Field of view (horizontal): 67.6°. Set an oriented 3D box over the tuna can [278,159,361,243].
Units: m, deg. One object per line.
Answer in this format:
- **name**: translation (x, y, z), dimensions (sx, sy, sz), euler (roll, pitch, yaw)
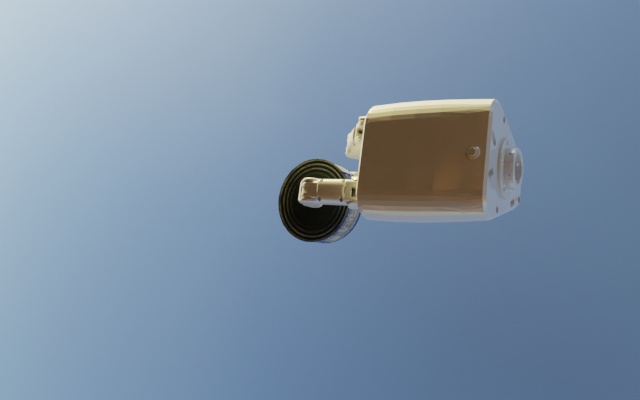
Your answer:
- **tuna can**: translation (0.000, 0.002, 0.499), dimensions (0.086, 0.086, 0.034), euler (0, -8, 32)
